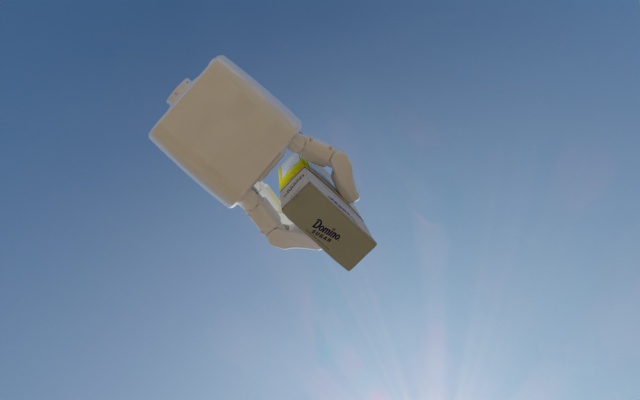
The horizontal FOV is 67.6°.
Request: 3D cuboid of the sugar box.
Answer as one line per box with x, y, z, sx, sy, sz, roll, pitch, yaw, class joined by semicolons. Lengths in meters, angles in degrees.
0.000;0.002;0.522;0.093;0.048;0.176;43;10;-15;sugar box
